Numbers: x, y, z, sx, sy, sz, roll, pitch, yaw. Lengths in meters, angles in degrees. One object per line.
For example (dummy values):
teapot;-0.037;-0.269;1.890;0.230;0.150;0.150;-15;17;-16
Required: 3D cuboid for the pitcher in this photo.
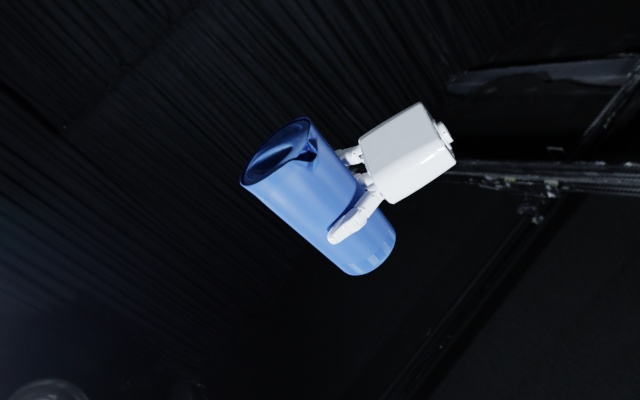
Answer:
pitcher;0.000;0.002;0.730;0.145;0.243;0.149;-33;29;19
